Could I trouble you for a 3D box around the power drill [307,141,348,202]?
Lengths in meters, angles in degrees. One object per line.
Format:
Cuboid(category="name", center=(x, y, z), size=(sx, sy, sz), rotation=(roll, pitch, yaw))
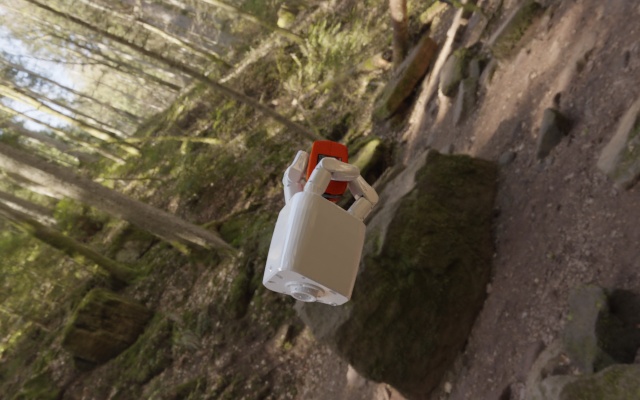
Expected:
Cuboid(category="power drill", center=(0.000, 0.002, 0.741), size=(0.057, 0.188, 0.184), rotation=(7, 44, -3))
